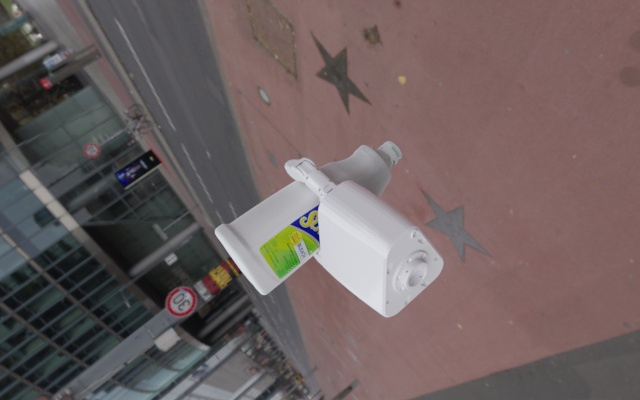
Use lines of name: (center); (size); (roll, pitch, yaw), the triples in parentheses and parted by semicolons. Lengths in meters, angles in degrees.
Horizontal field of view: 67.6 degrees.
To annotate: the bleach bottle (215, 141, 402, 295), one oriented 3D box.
bleach bottle: (0.000, 0.002, 0.593); (0.251, 0.103, 0.068); (-38, 45, -15)
